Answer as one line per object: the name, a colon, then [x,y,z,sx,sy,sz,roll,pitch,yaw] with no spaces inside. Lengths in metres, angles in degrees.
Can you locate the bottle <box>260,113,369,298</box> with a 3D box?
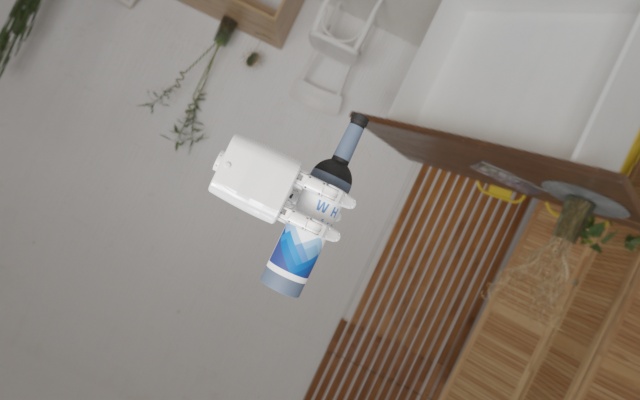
bottle: [0.000,0.003,0.737,0.069,0.295,0.069,26,-1,0]
